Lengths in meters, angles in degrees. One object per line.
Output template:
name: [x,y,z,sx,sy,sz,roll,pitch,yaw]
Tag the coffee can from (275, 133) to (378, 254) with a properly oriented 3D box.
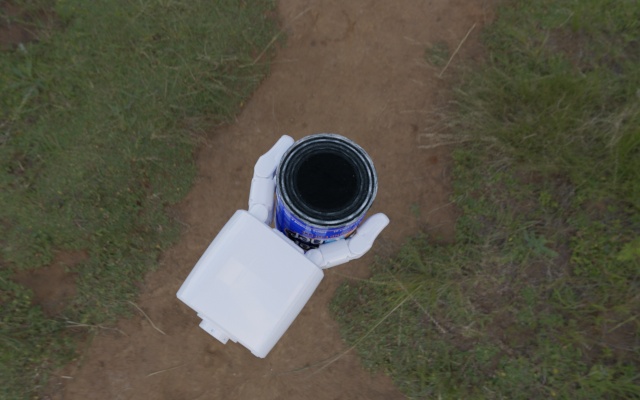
coffee can: [0.000,0.002,0.539,0.103,0.102,0.140,0,-19,-6]
